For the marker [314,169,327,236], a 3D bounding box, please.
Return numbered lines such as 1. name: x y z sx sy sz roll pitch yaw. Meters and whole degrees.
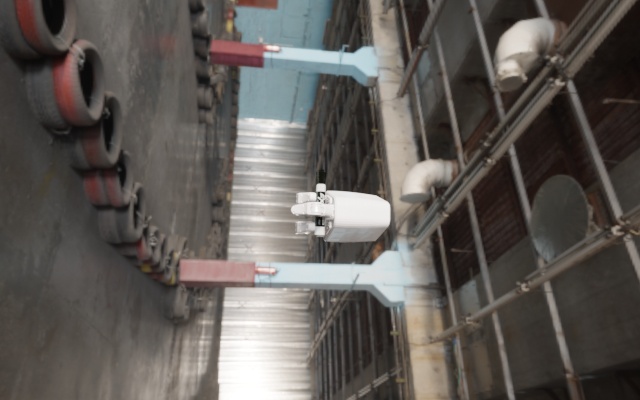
1. marker: 0.000 0.003 0.867 0.020 0.121 0.020 2 -7 0
